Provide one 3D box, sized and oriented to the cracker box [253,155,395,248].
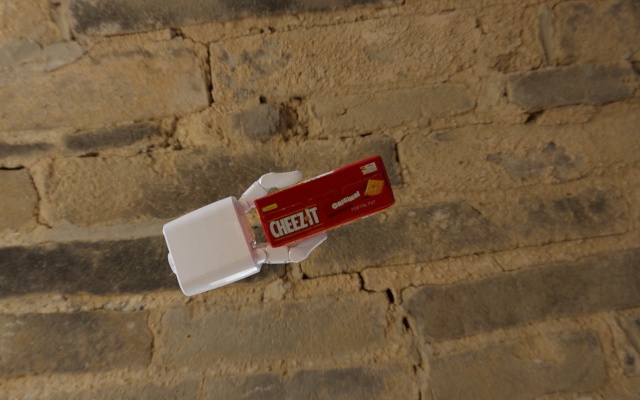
[{"bbox_3d":[0.000,0.002,0.674,0.164,0.072,0.213,-20,2,-3],"label":"cracker box"}]
